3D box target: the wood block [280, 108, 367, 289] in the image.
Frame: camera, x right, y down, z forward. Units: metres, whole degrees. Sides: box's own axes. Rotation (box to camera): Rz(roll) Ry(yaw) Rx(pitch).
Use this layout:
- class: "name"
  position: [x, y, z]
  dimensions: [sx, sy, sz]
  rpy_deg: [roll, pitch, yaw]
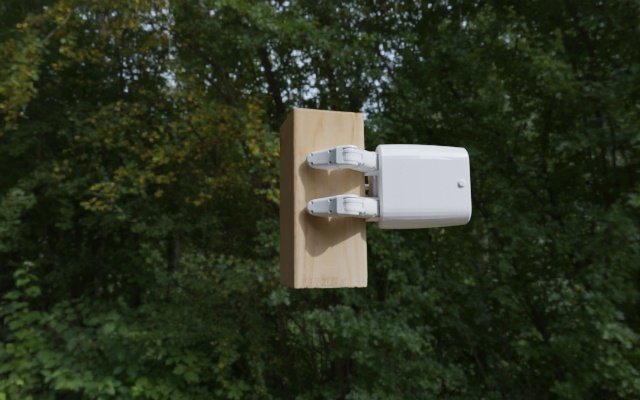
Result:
- class: "wood block"
  position: [0.000, 0.002, 0.592]
  dimensions: [0.090, 0.206, 0.091]
  rpy_deg: [1, -7, -15]
